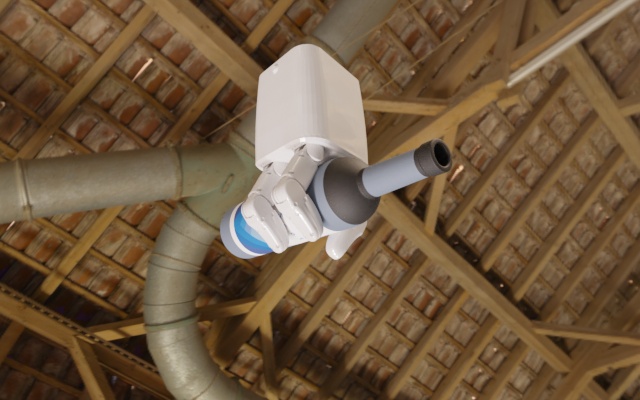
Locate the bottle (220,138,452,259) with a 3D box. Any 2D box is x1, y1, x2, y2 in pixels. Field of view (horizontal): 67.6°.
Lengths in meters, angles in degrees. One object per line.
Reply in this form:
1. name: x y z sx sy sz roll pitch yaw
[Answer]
1. bottle: 0.000 0.002 0.472 0.069 0.069 0.296 0 -14 -40
